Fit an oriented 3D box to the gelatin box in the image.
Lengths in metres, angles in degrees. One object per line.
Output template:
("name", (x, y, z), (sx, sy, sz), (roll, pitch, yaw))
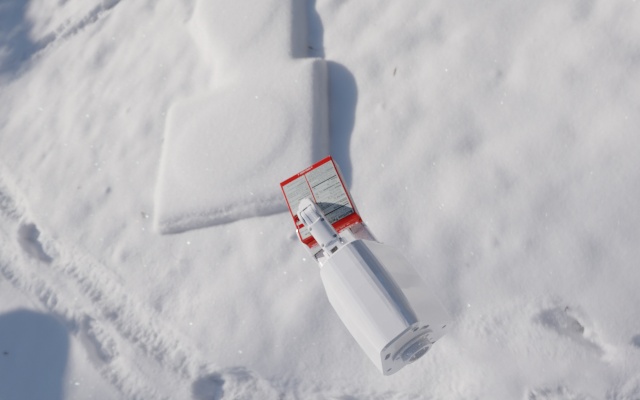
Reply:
("gelatin box", (0.000, 0.001, 0.570), (0.073, 0.089, 0.030), (-29, -28, 11))
